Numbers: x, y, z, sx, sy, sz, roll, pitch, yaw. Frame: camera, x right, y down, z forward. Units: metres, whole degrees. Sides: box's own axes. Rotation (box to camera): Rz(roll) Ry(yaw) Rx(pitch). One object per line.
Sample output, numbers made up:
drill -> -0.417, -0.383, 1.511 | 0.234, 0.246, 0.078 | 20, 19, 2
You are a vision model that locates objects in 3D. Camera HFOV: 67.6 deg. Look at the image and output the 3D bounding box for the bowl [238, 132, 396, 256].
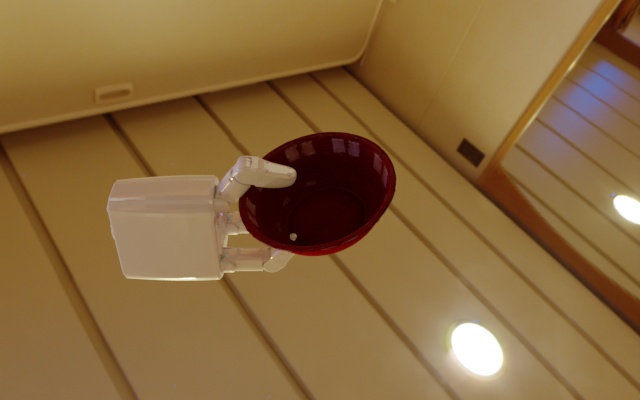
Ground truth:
bowl -> 0.001, 0.002, 0.496 | 0.162, 0.162, 0.055 | 0, -41, 17
